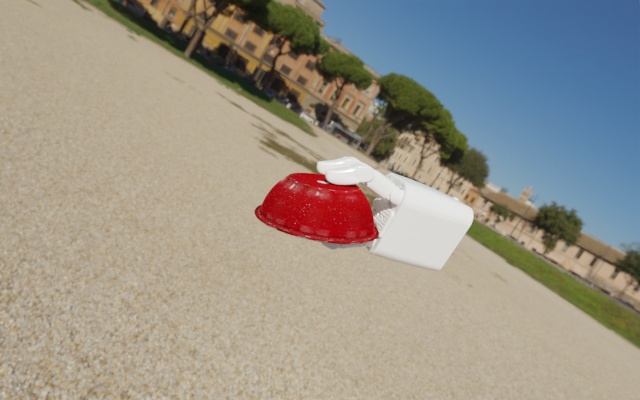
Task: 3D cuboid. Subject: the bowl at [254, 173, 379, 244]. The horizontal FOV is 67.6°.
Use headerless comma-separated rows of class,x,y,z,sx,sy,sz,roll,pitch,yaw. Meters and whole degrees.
bowl,-0.001,0.001,0.603,0.162,0.055,0.162,10,13,-2
